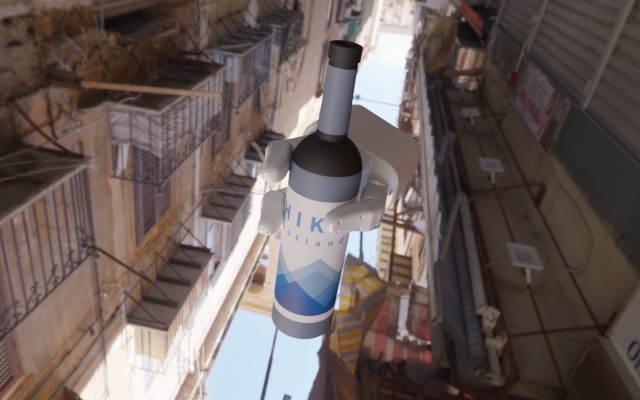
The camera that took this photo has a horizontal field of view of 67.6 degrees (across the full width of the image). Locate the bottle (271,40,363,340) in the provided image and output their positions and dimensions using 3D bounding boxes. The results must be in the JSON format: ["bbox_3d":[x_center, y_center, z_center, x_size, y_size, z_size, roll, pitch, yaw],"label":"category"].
[{"bbox_3d":[0.000,0.002,0.454,0.069,0.296,0.069,7,29,-4],"label":"bottle"}]
